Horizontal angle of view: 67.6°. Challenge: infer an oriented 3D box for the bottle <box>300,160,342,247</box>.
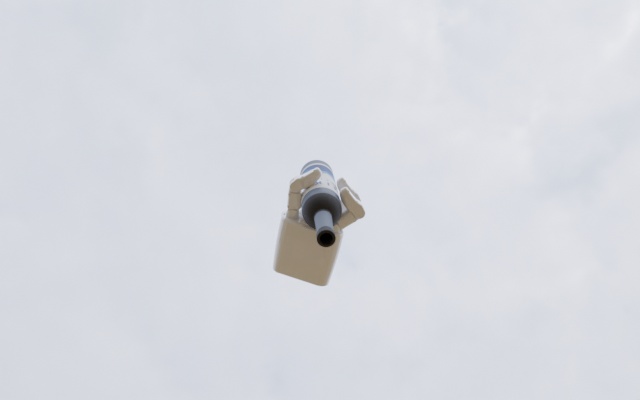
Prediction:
[{"bbox_3d":[0.000,0.002,0.814,0.069,0.069,0.295,0,21,-3],"label":"bottle"}]
